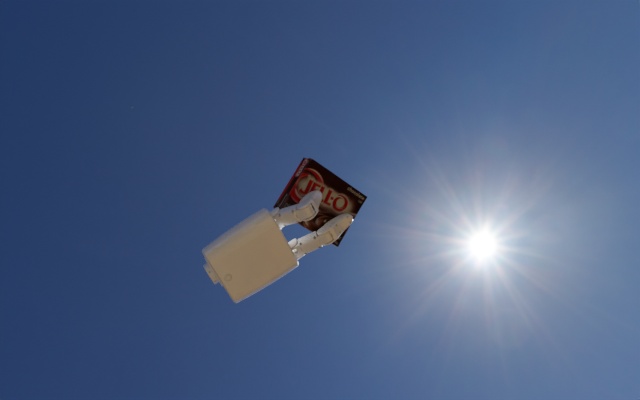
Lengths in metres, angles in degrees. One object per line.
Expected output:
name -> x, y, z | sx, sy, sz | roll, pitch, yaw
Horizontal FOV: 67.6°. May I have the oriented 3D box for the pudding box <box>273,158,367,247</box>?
pudding box -> 0.000, 0.002, 0.710 | 0.113, 0.090, 0.039 | 33, -4, -24
